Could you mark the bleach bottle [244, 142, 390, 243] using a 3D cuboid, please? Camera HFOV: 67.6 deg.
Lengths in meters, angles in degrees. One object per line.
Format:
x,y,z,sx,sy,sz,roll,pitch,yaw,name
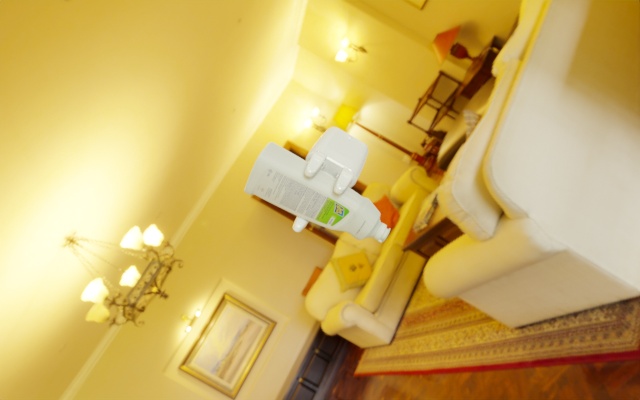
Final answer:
0.000,0.003,0.818,0.251,0.103,0.068,30,42,-1,bleach bottle
